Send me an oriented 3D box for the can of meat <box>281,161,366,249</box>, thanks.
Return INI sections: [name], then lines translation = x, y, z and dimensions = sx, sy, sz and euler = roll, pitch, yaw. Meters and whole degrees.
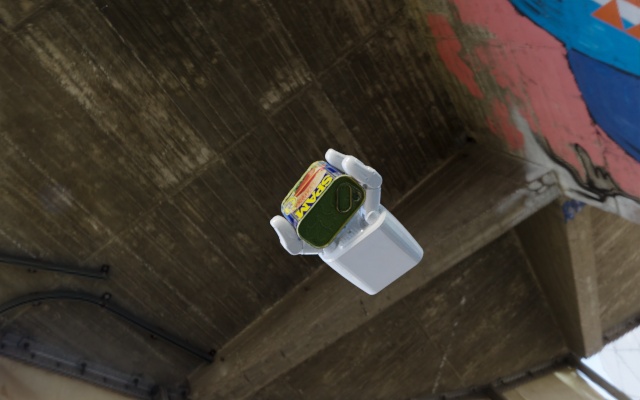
[can of meat]
translation = 0.000, 0.002, 0.646
dimensions = 0.057, 0.102, 0.084
euler = 38, 2, -30
